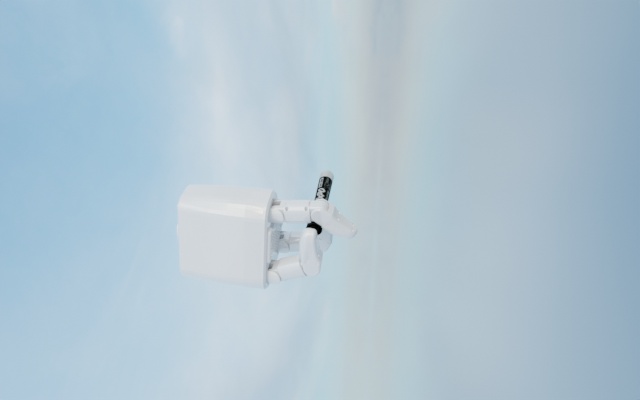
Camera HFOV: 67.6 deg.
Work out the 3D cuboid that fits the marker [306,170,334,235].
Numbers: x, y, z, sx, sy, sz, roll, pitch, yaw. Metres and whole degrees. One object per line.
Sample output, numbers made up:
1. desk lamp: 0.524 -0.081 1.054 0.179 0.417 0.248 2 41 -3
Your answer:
1. marker: 0.000 0.002 0.584 0.020 0.020 0.121 0 35 10
